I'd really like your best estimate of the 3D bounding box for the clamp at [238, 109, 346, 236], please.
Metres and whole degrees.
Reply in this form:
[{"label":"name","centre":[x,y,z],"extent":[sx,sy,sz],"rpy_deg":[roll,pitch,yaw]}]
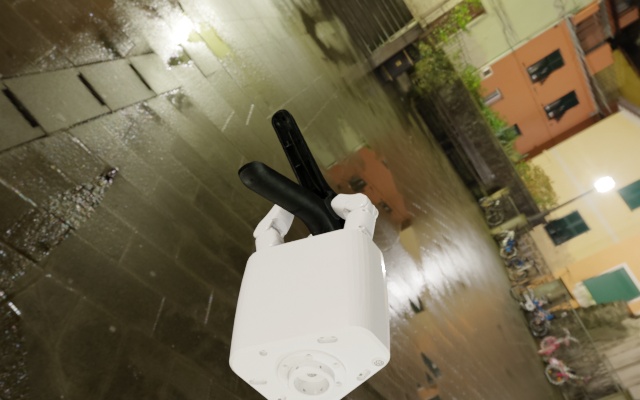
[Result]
[{"label":"clamp","centre":[0.001,0.002,0.508],"extent":[0.036,0.210,0.164],"rpy_deg":[-30,27,21]}]
